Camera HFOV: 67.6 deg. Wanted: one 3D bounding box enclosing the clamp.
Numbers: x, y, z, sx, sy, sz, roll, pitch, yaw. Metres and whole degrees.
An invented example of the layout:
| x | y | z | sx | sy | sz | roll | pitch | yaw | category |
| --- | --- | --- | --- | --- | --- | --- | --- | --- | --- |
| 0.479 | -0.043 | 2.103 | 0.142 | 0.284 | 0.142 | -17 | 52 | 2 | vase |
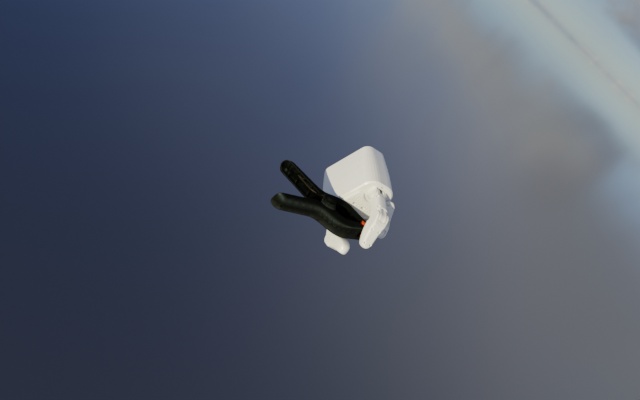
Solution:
| x | y | z | sx | sy | sz | roll | pitch | yaw | category |
| --- | --- | --- | --- | --- | --- | --- | --- | --- | --- |
| 0.001 | 0.002 | 0.730 | 0.171 | 0.120 | 0.039 | 29 | -55 | -24 | clamp |
